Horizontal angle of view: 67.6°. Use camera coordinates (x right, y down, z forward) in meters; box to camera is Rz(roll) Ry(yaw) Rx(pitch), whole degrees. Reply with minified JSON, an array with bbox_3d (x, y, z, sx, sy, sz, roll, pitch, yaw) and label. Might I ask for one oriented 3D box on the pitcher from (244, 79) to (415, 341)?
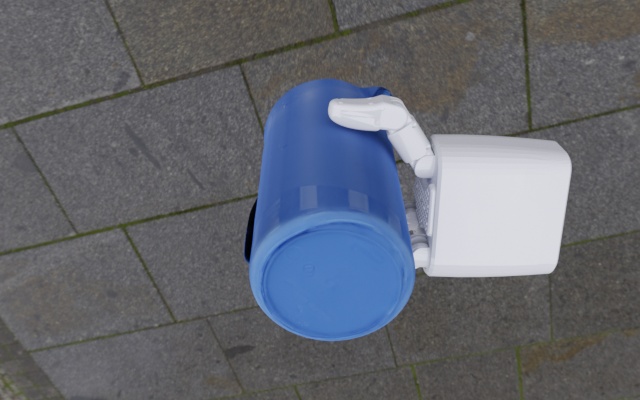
[{"bbox_3d":[0.000,0.001,0.408,0.145,0.149,0.242,2,30,-1],"label":"pitcher"}]
